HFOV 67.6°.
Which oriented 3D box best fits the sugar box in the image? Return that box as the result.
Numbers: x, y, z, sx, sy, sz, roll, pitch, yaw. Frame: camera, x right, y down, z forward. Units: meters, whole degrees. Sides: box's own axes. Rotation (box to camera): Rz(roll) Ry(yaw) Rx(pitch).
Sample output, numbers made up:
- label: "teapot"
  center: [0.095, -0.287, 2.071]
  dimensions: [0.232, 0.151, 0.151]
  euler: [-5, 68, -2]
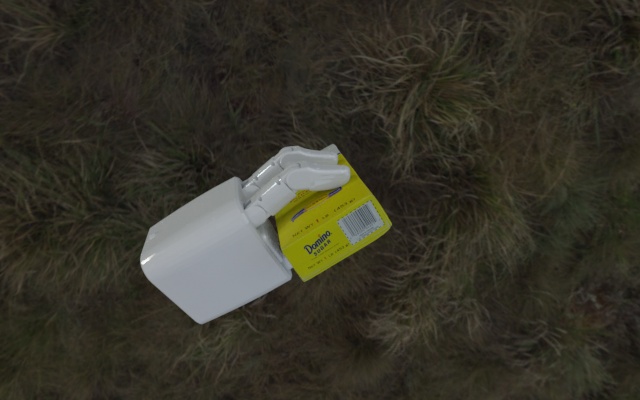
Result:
- label: "sugar box"
  center: [0.000, 0.001, 0.484]
  dimensions: [0.093, 0.048, 0.176]
  euler: [-31, 25, 2]
